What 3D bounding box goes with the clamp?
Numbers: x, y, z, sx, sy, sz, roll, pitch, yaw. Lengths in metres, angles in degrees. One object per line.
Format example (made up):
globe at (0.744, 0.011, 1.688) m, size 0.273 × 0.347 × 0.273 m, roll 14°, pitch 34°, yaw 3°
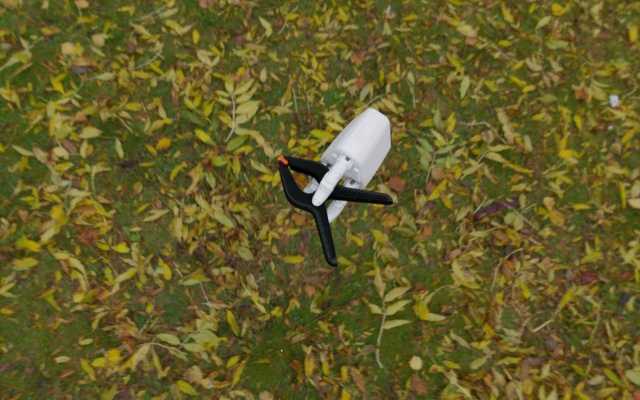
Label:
clamp at (0.000, 0.002, 0.830) m, size 0.210 × 0.164 × 0.036 m, roll 34°, pitch -20°, yaw 6°
